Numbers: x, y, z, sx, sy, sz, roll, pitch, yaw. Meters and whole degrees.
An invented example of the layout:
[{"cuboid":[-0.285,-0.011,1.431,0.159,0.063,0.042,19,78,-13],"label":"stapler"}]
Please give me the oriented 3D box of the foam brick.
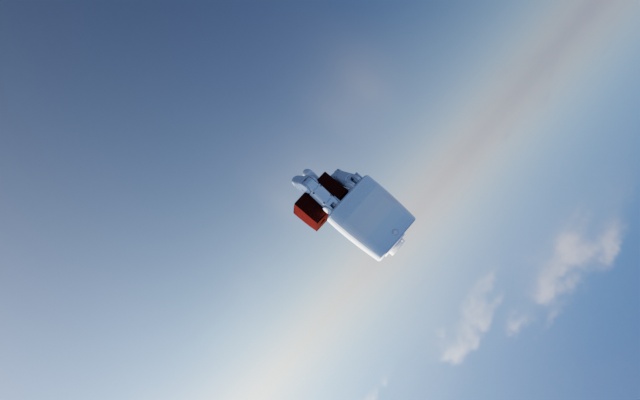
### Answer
[{"cuboid":[0.000,0.003,0.782,0.051,0.078,0.053,41,-15,9],"label":"foam brick"}]
